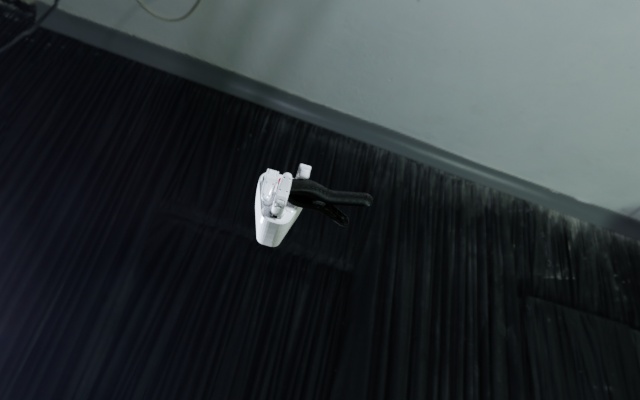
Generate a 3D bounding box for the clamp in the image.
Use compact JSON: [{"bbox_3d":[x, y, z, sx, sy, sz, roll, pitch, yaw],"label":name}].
[{"bbox_3d":[0.000,0.003,0.887,0.171,0.039,0.120,16,-35,-5],"label":"clamp"}]
